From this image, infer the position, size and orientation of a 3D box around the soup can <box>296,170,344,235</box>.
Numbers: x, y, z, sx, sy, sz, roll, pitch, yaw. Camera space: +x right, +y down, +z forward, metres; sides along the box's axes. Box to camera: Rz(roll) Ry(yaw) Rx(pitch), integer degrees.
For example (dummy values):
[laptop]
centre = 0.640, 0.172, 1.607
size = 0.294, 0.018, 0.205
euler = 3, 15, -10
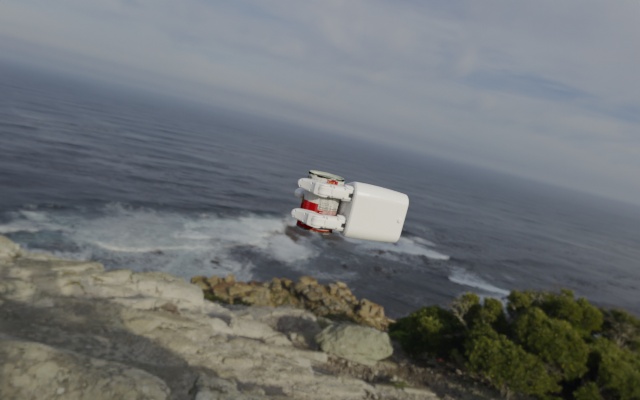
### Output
[soup can]
centre = 0.000, 0.002, 0.861
size = 0.068, 0.102, 0.068
euler = 13, 10, -2
